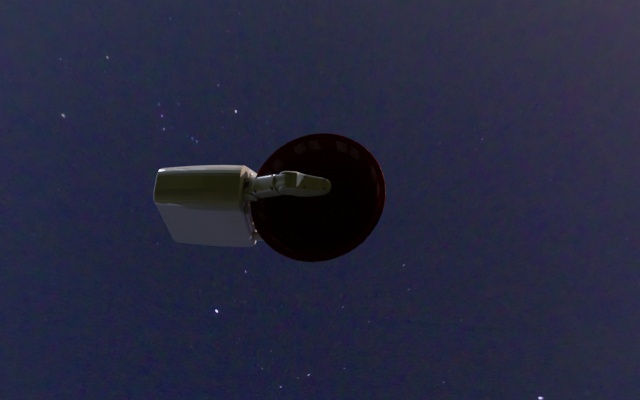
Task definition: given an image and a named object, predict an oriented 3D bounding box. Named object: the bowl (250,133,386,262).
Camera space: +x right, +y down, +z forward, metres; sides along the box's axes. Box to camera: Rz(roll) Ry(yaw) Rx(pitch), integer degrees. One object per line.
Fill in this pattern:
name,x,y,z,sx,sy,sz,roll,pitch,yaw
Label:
bowl,0.001,0.002,0.577,0.162,0.162,0.055,0,-22,13
